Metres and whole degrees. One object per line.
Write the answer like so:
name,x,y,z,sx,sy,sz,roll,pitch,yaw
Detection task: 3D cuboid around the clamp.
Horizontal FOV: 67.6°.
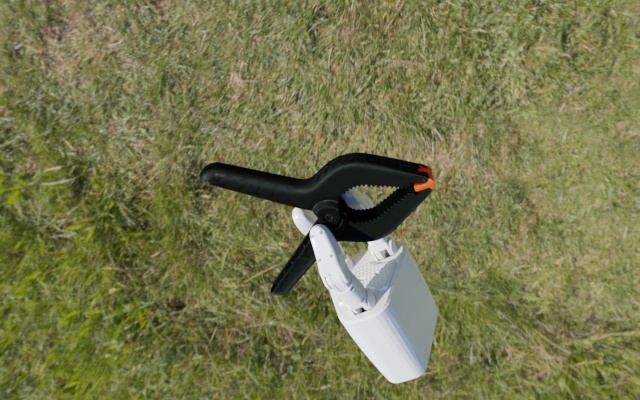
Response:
clamp,0.001,0.002,0.454,0.210,0.165,0.036,-24,28,19
